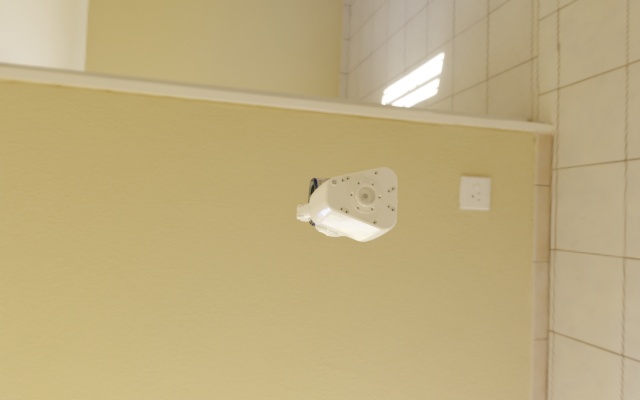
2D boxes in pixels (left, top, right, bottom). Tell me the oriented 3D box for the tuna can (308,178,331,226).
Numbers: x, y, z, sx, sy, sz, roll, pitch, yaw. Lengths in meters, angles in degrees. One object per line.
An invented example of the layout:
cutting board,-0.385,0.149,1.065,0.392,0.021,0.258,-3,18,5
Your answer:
tuna can,0.000,0.003,0.840,0.034,0.086,0.086,2,0,-9
